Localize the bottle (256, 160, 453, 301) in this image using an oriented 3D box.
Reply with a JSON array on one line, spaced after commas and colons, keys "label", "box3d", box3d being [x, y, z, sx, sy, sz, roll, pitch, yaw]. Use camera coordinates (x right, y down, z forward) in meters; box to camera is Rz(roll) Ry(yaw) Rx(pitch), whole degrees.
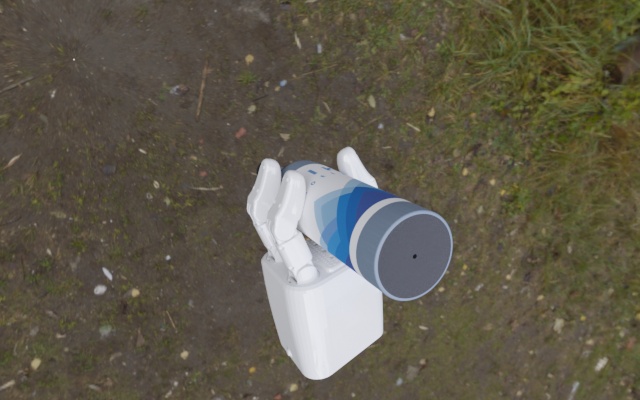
[{"label": "bottle", "box3d": [0.000, 0.001, 0.453, 0.069, 0.069, 0.295, 0, 15, -27]}]
